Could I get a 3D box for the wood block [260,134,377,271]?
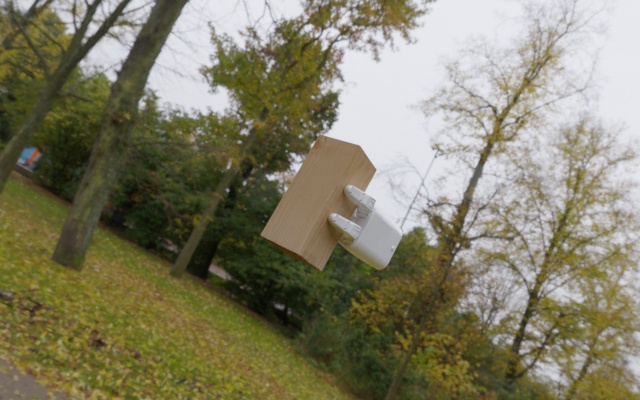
[{"bbox_3d":[0.000,0.003,0.823,0.091,0.206,0.090,21,-15,36],"label":"wood block"}]
